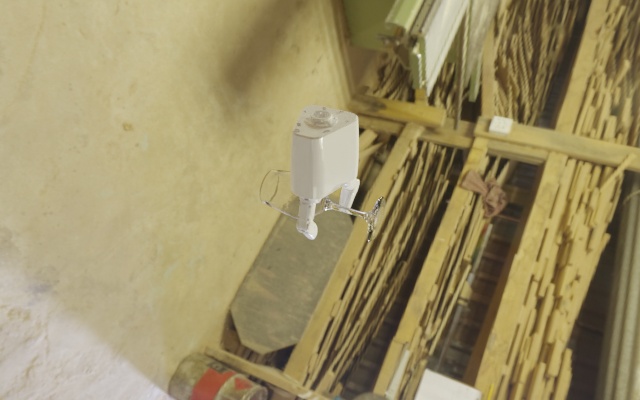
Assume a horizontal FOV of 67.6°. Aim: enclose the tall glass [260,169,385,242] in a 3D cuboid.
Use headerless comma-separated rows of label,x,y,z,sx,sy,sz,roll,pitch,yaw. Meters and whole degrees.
tall glass,0.001,0.003,0.790,0.201,0.079,0.079,16,6,21
